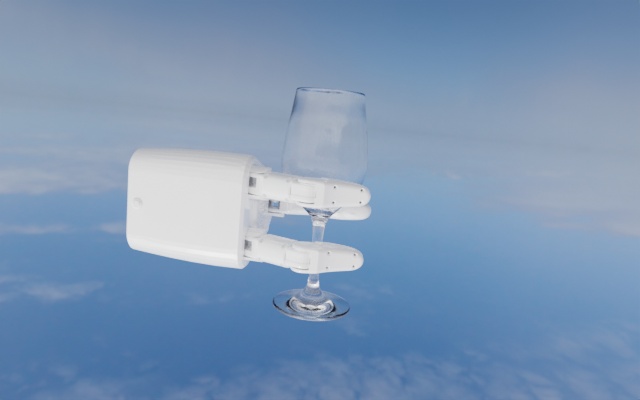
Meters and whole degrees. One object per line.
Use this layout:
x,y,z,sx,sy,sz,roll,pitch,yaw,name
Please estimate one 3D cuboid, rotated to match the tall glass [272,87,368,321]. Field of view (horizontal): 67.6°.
0.000,0.002,0.438,0.079,0.201,0.079,6,9,-1,tall glass
